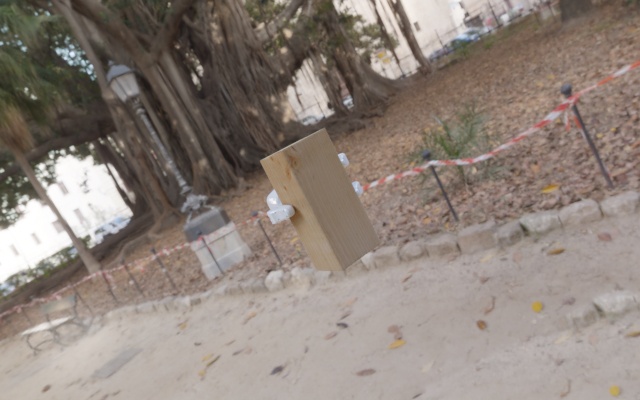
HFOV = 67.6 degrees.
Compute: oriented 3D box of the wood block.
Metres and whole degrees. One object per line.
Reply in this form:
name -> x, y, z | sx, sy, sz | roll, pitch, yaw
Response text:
wood block -> 0.000, 0.003, 0.772 | 0.091, 0.206, 0.090 | -32, 9, -29
